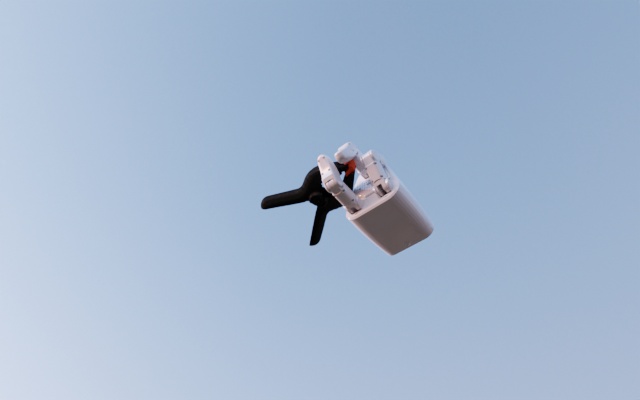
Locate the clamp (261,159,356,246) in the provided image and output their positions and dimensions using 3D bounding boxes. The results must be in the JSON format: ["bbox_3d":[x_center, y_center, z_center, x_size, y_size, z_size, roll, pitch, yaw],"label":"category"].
[{"bbox_3d":[0.000,0.002,0.772,0.171,0.120,0.039,-32,29,26],"label":"clamp"}]
